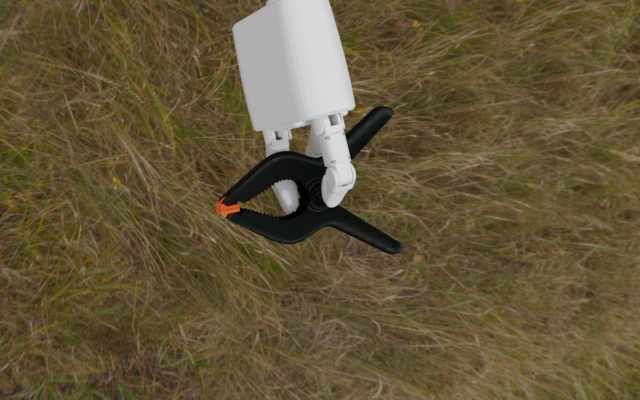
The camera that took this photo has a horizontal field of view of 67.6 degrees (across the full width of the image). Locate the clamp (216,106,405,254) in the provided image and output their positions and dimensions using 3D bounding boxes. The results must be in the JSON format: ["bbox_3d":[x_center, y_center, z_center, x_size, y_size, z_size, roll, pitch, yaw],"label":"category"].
[{"bbox_3d":[0.000,0.002,0.499,0.210,0.164,0.036,-17,11,-21],"label":"clamp"}]
